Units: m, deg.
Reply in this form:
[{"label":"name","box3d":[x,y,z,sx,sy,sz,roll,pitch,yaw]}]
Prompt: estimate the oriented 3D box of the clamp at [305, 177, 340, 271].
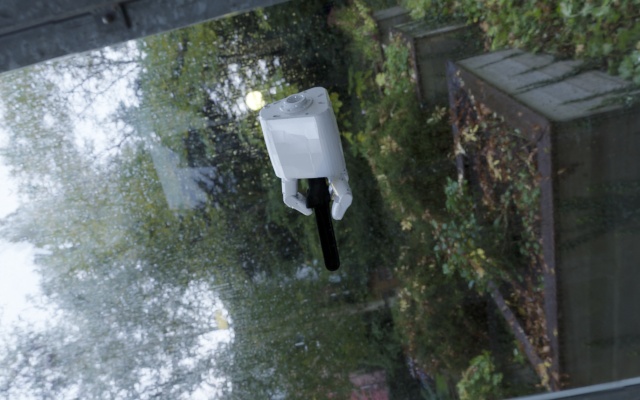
[{"label":"clamp","box3d":[-0.001,0.002,0.799,0.036,0.165,0.209,-11,38,4]}]
